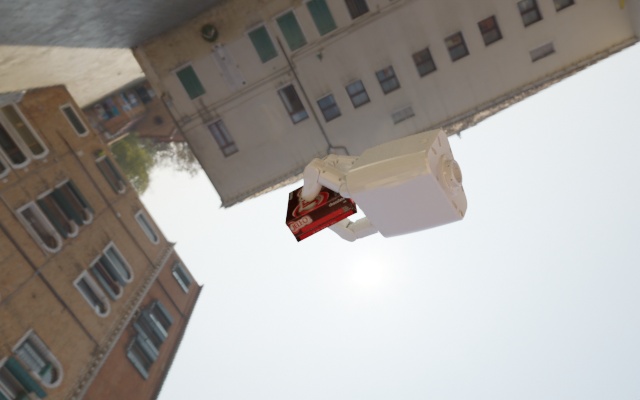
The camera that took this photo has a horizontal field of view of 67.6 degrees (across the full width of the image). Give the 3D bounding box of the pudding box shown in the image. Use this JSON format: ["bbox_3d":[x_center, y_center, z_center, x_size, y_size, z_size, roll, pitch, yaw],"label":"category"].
[{"bbox_3d":[0.000,0.002,0.651,0.090,0.039,0.113,-26,18,9],"label":"pudding box"}]
